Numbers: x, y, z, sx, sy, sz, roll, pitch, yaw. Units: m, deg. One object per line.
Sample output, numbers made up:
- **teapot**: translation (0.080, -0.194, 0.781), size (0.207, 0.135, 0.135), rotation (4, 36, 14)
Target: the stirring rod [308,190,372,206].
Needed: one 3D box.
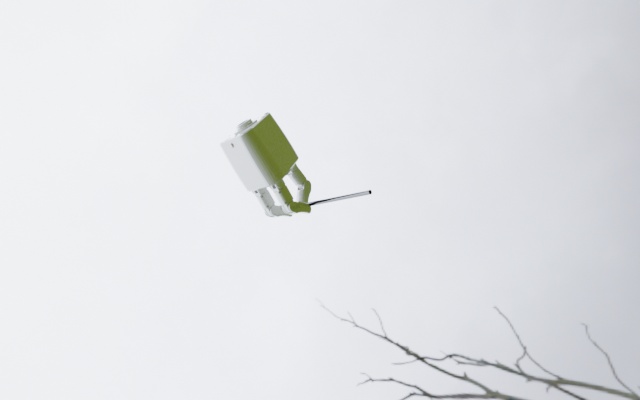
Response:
- **stirring rod**: translation (0.000, 0.003, 0.881), size (0.011, 0.011, 0.239), rotation (0, -8, -44)
